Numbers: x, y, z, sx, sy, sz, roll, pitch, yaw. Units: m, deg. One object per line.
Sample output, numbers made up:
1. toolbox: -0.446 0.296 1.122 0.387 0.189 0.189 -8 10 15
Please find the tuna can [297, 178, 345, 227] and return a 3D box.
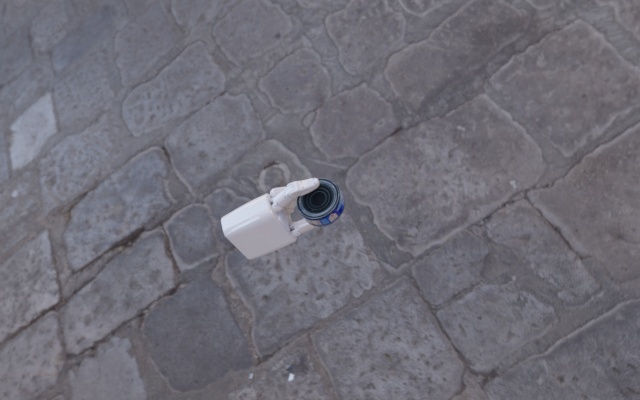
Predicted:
1. tuna can: 0.000 0.003 0.879 0.086 0.086 0.034 0 -26 22
